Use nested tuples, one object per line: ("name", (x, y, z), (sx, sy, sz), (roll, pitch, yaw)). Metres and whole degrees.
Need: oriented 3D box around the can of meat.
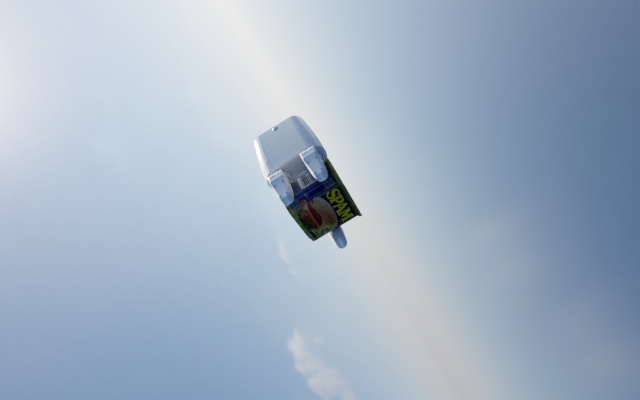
("can of meat", (0.000, 0.002, 0.679), (0.084, 0.057, 0.102), (-31, -44, 3))
